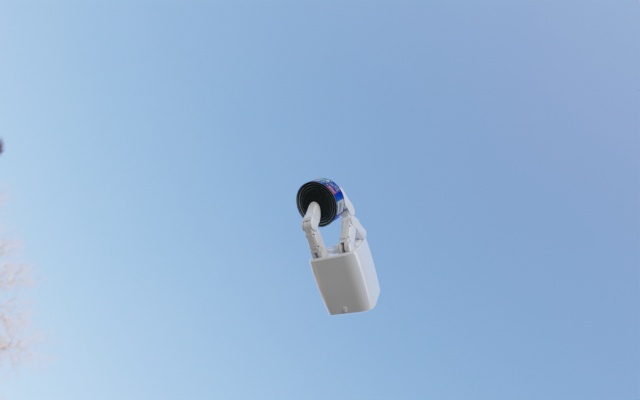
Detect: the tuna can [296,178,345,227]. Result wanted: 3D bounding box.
[{"bbox_3d":[0.000,0.003,0.865,0.086,0.086,0.033,0,16,32],"label":"tuna can"}]
